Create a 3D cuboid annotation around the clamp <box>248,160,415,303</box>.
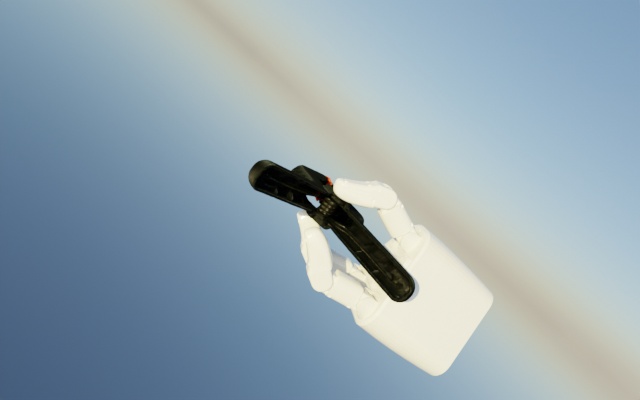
[{"bbox_3d":[0.001,0.001,0.457,0.164,0.036,0.210,40,8,-17],"label":"clamp"}]
